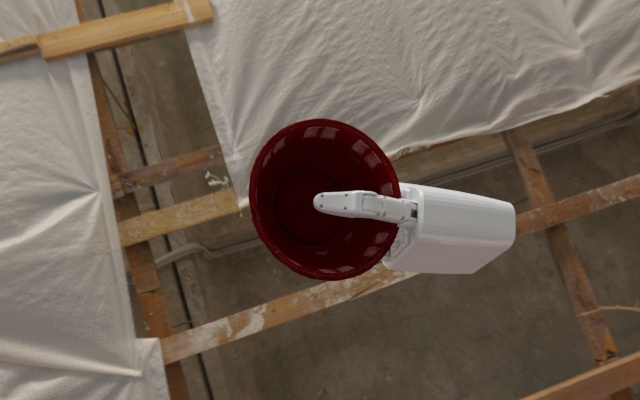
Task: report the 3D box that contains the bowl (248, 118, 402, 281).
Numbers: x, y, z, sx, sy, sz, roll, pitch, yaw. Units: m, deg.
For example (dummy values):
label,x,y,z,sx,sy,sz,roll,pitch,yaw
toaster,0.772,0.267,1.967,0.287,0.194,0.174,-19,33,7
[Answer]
label,x,y,z,sx,sy,sz,roll,pitch,yaw
bowl,-0.001,0.001,0.489,0.162,0.162,0.055,0,-10,-22
